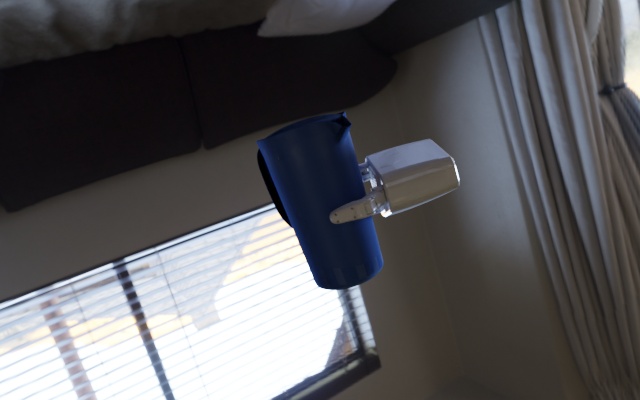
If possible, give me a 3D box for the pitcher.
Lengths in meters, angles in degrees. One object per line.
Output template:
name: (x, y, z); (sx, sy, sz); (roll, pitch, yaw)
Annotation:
pitcher: (0.000, 0.002, 0.703); (0.145, 0.243, 0.149); (-19, 10, -2)
